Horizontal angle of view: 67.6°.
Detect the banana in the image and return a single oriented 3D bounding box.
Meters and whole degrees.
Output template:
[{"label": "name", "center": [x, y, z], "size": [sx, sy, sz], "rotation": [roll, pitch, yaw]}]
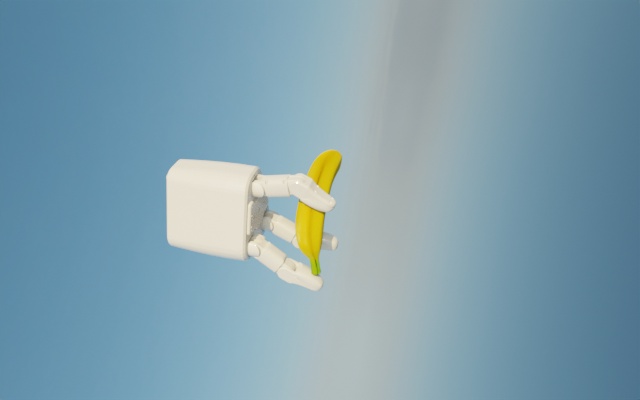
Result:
[{"label": "banana", "center": [-0.003, -0.006, 0.622], "size": [0.037, 0.197, 0.070], "rotation": [5, -35, 12]}]
